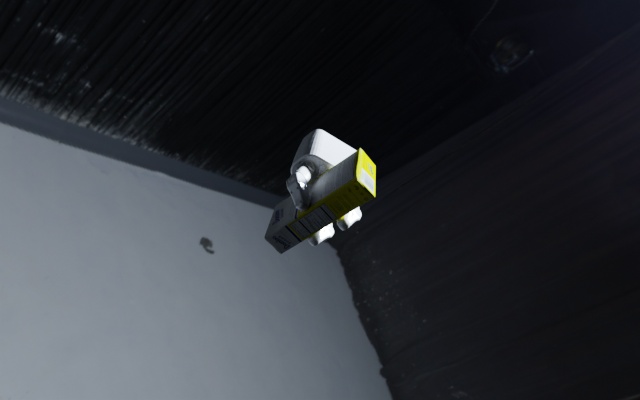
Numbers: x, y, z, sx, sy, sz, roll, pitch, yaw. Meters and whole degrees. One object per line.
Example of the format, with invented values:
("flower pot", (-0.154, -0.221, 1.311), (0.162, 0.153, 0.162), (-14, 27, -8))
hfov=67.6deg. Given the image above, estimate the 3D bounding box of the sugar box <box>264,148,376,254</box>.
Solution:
("sugar box", (0.001, 0.003, 0.714), (0.176, 0.048, 0.093), (-35, 22, 26))
